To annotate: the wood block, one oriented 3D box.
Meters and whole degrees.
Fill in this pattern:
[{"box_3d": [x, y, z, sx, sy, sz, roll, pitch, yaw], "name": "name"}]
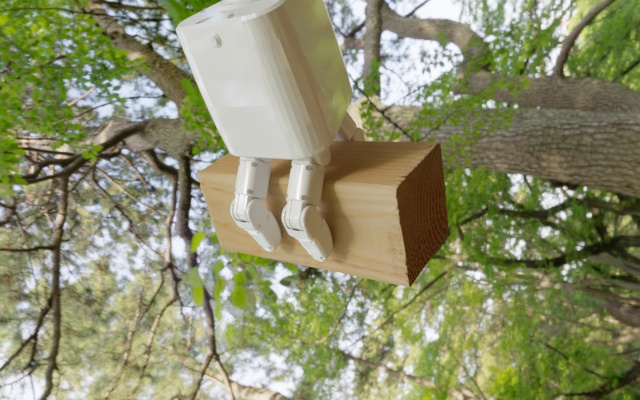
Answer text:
[{"box_3d": [0.000, 0.001, 0.438, 0.206, 0.090, 0.090, 6, 32, 35], "name": "wood block"}]
